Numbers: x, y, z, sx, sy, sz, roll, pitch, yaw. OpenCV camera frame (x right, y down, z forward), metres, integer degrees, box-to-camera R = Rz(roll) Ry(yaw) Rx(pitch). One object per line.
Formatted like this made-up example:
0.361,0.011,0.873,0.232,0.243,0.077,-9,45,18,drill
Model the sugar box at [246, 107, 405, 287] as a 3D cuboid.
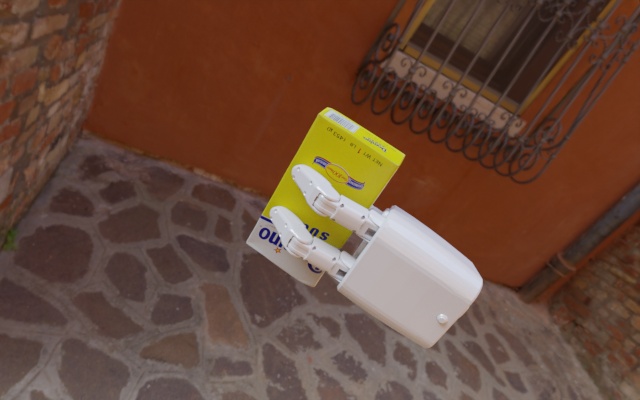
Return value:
0.000,0.002,0.500,0.093,0.176,0.048,34,26,4,sugar box
